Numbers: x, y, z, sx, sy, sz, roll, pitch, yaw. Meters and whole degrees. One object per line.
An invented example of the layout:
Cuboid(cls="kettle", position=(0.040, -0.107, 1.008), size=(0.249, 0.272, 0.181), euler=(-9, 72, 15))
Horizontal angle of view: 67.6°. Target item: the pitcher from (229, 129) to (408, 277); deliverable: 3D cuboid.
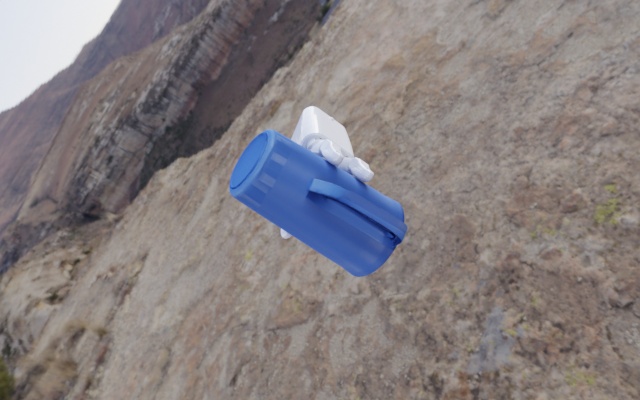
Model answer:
Cuboid(cls="pitcher", position=(0.000, 0.002, 0.688), size=(0.243, 0.149, 0.145), euler=(32, 30, -25))
